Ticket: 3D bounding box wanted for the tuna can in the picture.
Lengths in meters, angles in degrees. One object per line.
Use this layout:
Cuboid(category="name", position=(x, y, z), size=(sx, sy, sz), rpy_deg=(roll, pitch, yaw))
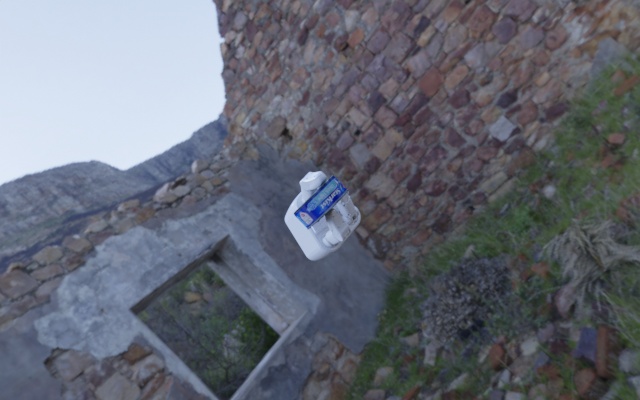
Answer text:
Cuboid(category="tuna can", position=(0.000, 0.002, 0.716), size=(0.086, 0.034, 0.086), rpy_deg=(-44, 1, 1))
